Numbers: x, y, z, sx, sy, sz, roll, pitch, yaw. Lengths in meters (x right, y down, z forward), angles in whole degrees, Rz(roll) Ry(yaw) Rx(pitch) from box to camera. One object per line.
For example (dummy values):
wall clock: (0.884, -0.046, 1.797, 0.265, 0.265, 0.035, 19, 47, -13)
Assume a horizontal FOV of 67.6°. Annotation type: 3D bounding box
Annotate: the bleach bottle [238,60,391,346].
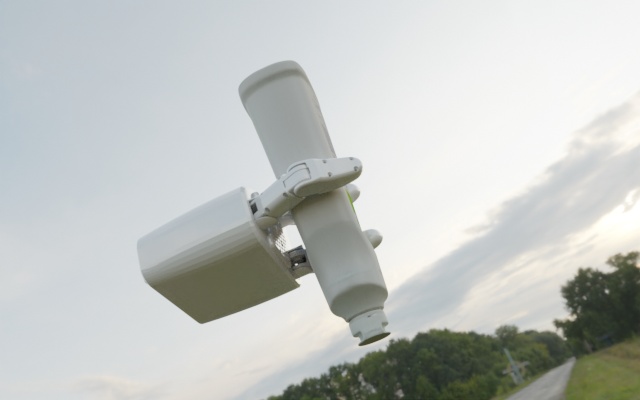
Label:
bleach bottle: (0.000, 0.001, 0.423, 0.068, 0.250, 0.103, -24, -26, 6)
